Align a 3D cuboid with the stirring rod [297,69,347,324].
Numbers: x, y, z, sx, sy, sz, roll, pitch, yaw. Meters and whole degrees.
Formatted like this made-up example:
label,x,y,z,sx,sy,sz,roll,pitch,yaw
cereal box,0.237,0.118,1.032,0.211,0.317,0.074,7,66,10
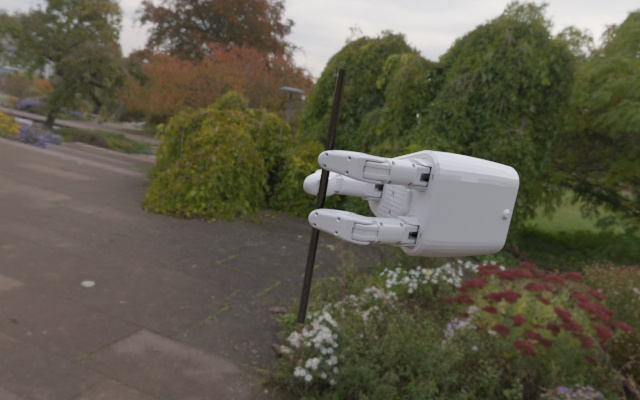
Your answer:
label,x,y,z,sx,sy,sz,roll,pitch,yaw
stirring rod,0.000,0.002,0.443,0.011,0.239,0.011,9,11,-2
